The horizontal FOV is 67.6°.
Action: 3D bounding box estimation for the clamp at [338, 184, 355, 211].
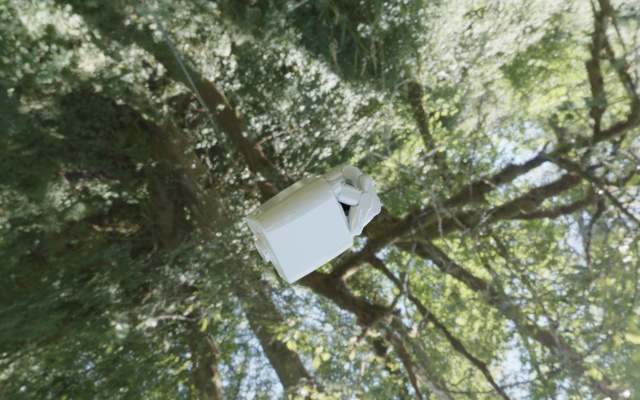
[{"bbox_3d":[0.001,0.003,0.752,0.120,0.039,0.171,-32,11,-16],"label":"clamp"}]
